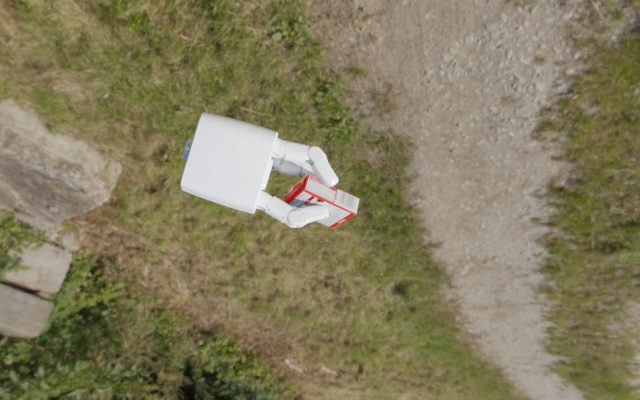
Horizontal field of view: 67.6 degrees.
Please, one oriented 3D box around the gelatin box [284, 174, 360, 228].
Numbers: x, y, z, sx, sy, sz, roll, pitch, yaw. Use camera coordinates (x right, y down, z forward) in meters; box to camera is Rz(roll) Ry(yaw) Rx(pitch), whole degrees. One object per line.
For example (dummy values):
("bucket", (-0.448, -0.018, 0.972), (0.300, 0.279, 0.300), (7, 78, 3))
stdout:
("gelatin box", (0.000, 0.003, 0.691), (0.089, 0.030, 0.073), (25, -29, -17))
